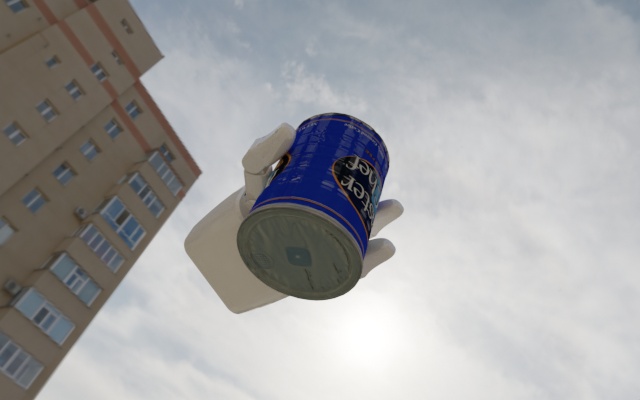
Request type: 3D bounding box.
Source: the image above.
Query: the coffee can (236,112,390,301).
[{"bbox_3d":[0.000,0.001,0.423,0.103,0.103,0.140,0,39,20],"label":"coffee can"}]
